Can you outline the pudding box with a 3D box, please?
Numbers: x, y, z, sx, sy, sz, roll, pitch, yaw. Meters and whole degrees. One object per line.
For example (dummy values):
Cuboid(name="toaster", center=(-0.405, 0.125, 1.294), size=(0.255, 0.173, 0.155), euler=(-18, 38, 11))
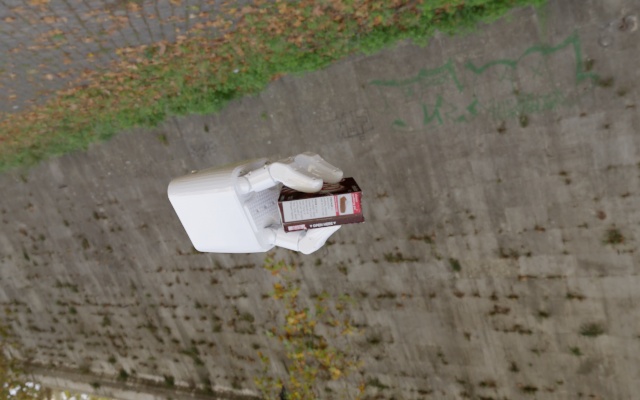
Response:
Cuboid(name="pudding box", center=(0.000, 0.002, 0.545), size=(0.090, 0.039, 0.113), euler=(-8, 13, 0))
